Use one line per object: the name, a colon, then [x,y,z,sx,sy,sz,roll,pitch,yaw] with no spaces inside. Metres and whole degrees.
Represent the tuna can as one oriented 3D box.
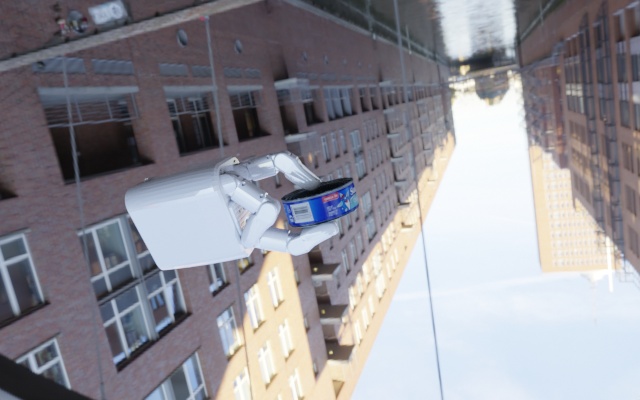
tuna can: [0.000,0.002,0.549,0.086,0.034,0.086,-16,10,3]
